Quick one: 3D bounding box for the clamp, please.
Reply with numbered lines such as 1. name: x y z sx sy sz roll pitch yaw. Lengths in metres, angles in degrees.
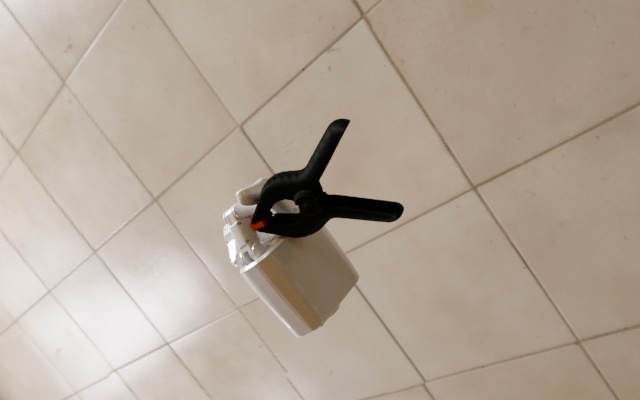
1. clamp: 0.000 0.002 0.510 0.171 0.120 0.039 -33 10 35
